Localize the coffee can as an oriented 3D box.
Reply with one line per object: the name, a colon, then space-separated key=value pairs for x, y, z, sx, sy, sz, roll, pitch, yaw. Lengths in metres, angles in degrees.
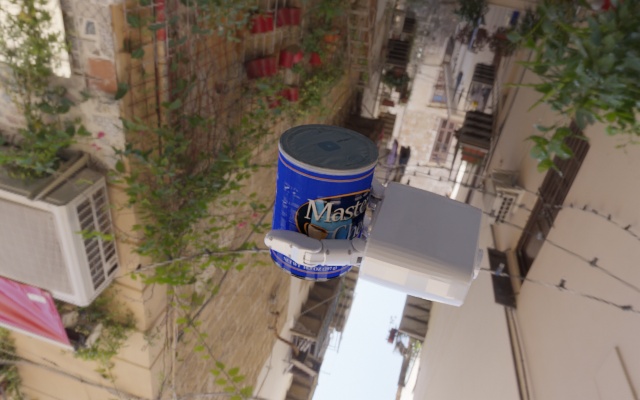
coffee can: x=0.000 y=0.002 z=0.521 sx=0.103 sy=0.140 sz=0.102 roll=6 pitch=32 yaw=-4
